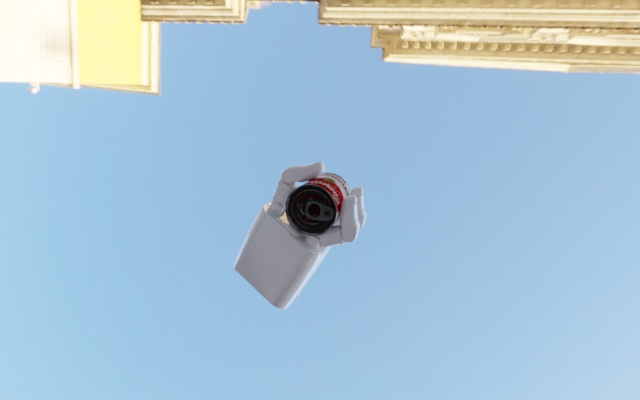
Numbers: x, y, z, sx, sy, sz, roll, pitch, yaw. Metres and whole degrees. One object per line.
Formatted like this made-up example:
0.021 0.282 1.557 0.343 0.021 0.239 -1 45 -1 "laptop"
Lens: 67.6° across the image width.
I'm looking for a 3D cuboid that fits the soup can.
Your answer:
0.000 0.002 0.650 0.068 0.068 0.102 0 12 15 "soup can"
